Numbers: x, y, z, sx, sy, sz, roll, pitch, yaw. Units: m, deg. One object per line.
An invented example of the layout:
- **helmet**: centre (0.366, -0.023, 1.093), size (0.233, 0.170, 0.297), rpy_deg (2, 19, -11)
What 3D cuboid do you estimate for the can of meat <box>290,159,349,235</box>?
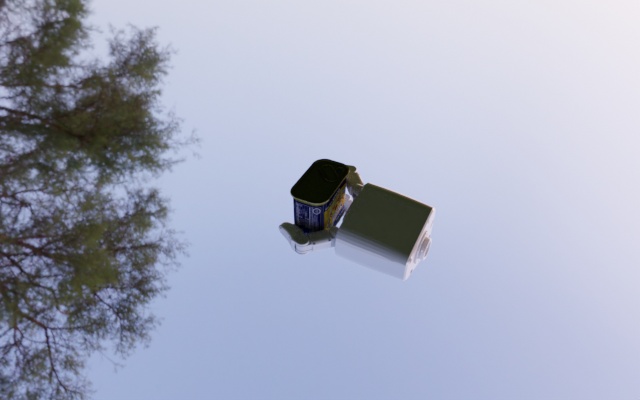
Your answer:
- **can of meat**: centre (0.000, 0.003, 0.697), size (0.057, 0.084, 0.102), rpy_deg (18, 43, 19)
